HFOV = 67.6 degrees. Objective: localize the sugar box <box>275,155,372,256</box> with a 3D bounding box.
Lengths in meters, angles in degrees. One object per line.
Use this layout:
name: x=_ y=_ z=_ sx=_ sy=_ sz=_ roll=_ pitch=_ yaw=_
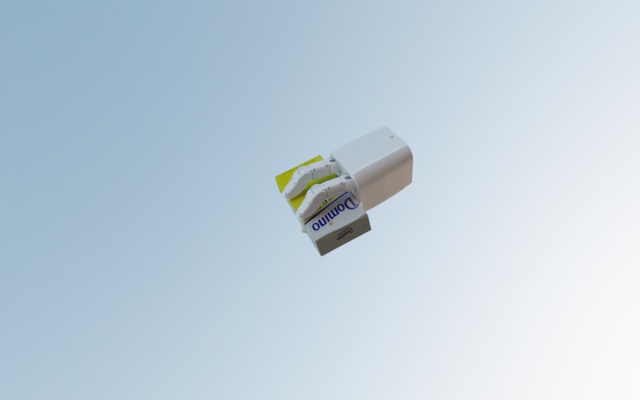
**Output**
sugar box: x=0.000 y=0.002 z=0.781 sx=0.093 sy=0.048 sz=0.176 roll=-28 pitch=43 yaw=-9
